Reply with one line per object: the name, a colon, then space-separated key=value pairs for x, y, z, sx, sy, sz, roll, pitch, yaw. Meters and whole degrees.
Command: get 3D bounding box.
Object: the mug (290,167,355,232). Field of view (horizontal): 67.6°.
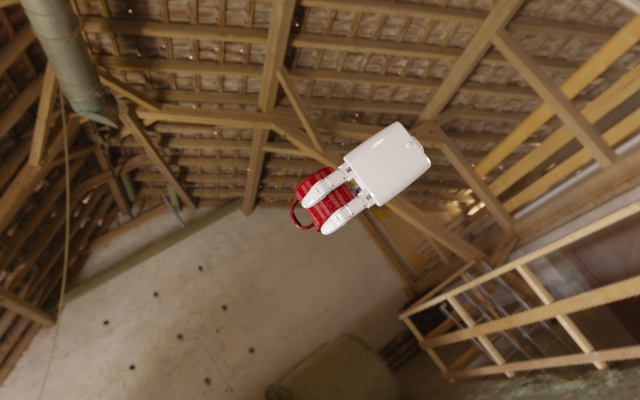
mug: x=-0.001 y=0.003 z=0.827 sx=0.117 sy=0.081 sz=0.093 roll=-35 pitch=-12 yaw=2
